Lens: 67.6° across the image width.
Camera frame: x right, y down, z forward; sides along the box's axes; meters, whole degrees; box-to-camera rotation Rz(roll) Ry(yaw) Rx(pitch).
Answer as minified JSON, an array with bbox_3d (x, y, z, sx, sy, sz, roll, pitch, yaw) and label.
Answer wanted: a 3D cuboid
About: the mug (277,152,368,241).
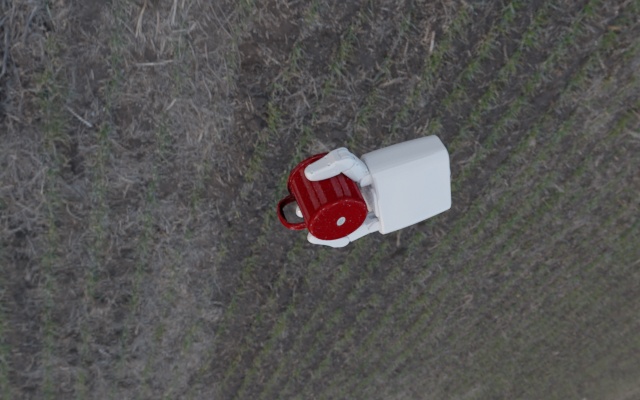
[{"bbox_3d":[-0.001,0.003,0.625,0.117,0.081,0.093,-20,-39,-5],"label":"mug"}]
